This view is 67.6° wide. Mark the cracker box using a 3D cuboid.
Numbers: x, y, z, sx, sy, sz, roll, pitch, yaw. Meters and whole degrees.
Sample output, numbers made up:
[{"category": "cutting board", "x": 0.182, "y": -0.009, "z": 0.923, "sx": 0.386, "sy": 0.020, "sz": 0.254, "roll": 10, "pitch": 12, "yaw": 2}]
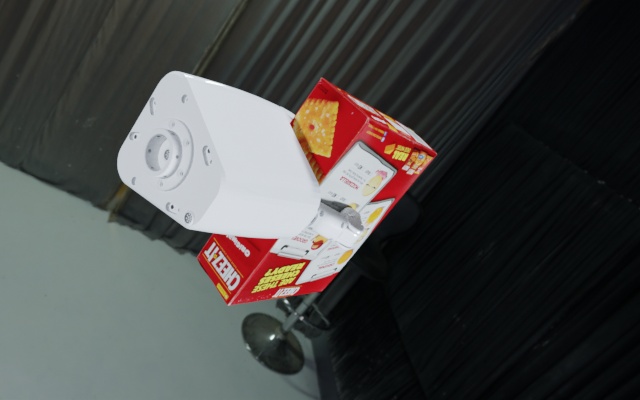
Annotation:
[{"category": "cracker box", "x": 0.000, "y": 0.002, "z": 0.484, "sx": 0.072, "sy": 0.214, "sz": 0.164, "roll": 47, "pitch": 20, "yaw": 27}]
